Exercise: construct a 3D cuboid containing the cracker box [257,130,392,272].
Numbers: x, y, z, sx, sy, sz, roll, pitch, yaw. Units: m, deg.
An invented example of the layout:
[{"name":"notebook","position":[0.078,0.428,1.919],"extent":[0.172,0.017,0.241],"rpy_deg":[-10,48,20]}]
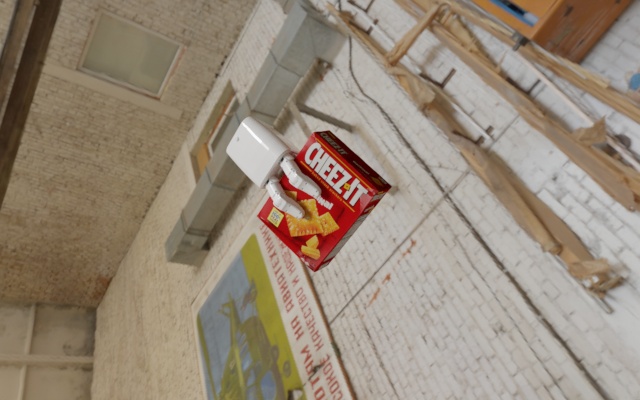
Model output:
[{"name":"cracker box","position":[0.000,0.003,0.892],"extent":[0.164,0.214,0.072],"rpy_deg":[44,27,15]}]
